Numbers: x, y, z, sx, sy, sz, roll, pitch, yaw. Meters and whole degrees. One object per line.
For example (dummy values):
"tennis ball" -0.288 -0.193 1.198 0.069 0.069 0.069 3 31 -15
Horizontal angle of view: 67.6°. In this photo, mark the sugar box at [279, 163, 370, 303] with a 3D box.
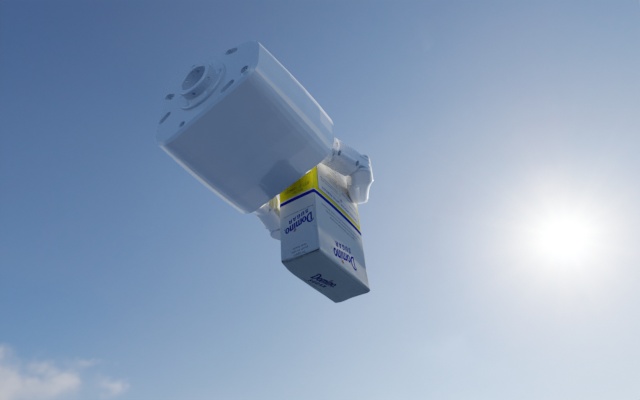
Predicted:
"sugar box" 0.000 0.002 0.471 0.048 0.176 0.093 -23 -43 24
